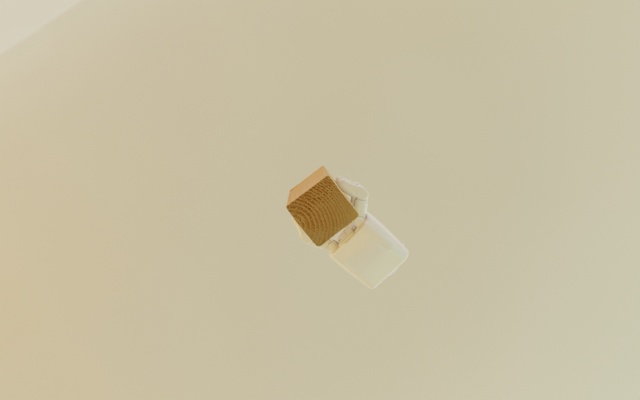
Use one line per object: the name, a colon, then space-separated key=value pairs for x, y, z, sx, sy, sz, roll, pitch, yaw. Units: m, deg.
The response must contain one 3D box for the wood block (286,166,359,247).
wood block: x=0.000 y=0.003 z=0.886 sx=0.091 sy=0.090 sz=0.206 roll=-38 pitch=8 yaw=3
